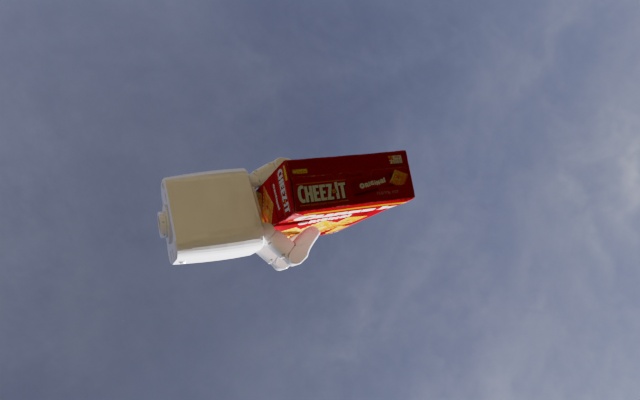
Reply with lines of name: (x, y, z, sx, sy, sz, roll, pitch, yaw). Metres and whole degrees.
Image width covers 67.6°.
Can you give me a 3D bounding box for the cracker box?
cracker box: (0.000, 0.002, 0.650, 0.164, 0.072, 0.214, -8, -10, -24)
